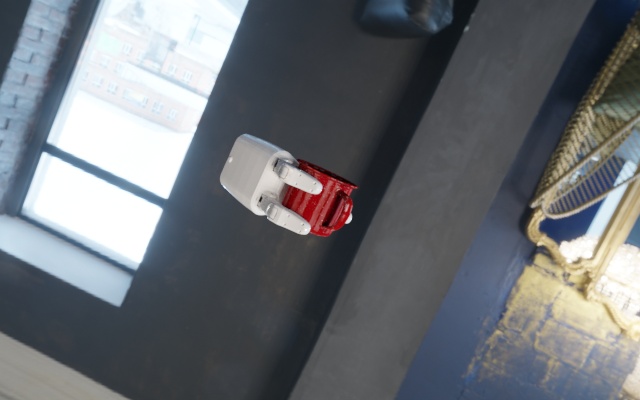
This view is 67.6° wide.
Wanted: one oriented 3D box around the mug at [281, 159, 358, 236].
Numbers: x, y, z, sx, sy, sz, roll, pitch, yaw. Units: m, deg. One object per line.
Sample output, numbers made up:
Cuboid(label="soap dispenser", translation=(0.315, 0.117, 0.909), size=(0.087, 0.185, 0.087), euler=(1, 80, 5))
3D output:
Cuboid(label="mug", translation=(0.001, 0.003, 0.658), size=(0.093, 0.081, 0.117), euler=(18, 10, -44))
